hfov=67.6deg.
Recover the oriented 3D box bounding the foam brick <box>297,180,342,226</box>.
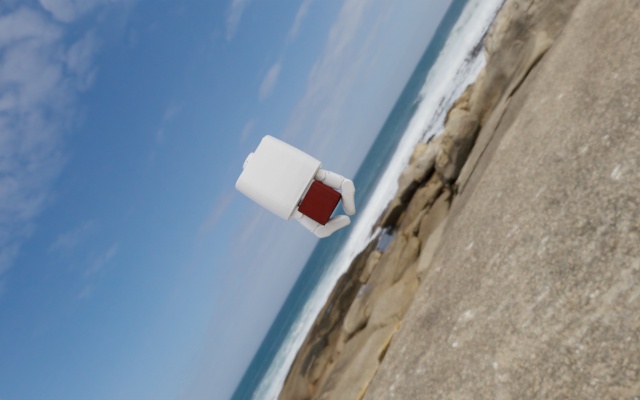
[{"bbox_3d":[0.000,0.003,0.775,0.051,0.053,0.078,30,7,1],"label":"foam brick"}]
